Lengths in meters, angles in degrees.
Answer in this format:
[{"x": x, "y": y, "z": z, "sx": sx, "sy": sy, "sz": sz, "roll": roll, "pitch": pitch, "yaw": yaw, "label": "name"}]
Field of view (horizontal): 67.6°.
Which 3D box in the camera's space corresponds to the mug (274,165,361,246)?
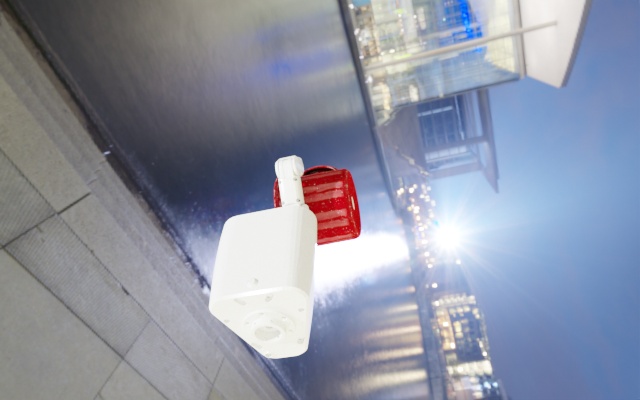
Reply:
[{"x": 0.000, "y": 0.001, "z": 0.557, "sx": 0.081, "sy": 0.093, "sz": 0.117, "roll": -10, "pitch": 42, "yaw": 11, "label": "mug"}]
